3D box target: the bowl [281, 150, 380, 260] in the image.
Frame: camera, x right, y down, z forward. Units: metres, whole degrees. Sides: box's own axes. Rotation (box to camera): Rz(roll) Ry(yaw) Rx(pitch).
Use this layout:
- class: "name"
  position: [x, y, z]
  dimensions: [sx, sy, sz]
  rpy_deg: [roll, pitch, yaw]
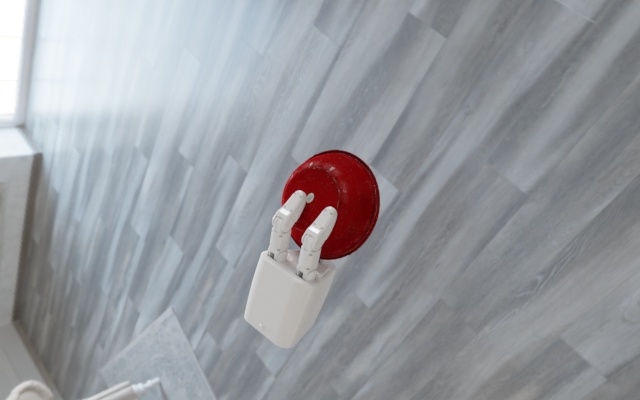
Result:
- class: "bowl"
  position: [0.000, 0.001, 0.673]
  dimensions: [0.162, 0.162, 0.055]
  rpy_deg: [0, -8, 32]
